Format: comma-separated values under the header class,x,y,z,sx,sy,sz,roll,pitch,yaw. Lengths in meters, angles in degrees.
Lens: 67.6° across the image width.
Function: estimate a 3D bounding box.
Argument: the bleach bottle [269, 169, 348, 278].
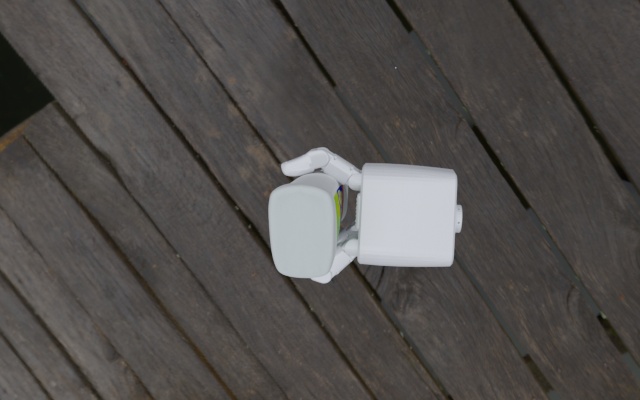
class,x,y,z,sx,sy,sz,roll,pitch,yaw
bleach bottle,0.000,0.002,0.590,0.068,0.102,0.250,2,16,9
